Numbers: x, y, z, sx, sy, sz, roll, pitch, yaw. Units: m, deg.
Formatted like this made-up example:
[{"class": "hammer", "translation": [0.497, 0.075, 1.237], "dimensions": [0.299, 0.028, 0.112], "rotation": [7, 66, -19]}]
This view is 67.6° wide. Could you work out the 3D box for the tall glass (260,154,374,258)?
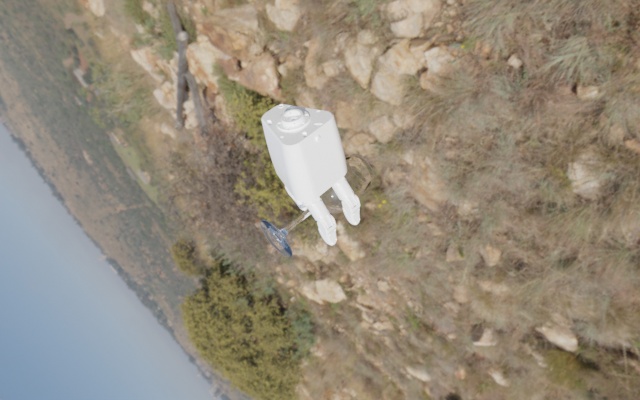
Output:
[{"class": "tall glass", "translation": [0.000, 0.003, 0.788], "dimensions": [0.201, 0.079, 0.079], "rotation": [-39, 18, -24]}]
